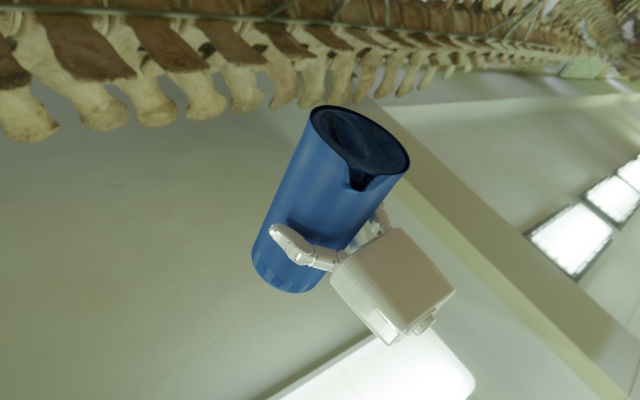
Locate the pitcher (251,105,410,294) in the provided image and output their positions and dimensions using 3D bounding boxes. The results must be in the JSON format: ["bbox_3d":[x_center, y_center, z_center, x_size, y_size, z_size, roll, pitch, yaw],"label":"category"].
[{"bbox_3d":[0.000,0.002,0.631,0.145,0.243,0.149,46,36,22],"label":"pitcher"}]
